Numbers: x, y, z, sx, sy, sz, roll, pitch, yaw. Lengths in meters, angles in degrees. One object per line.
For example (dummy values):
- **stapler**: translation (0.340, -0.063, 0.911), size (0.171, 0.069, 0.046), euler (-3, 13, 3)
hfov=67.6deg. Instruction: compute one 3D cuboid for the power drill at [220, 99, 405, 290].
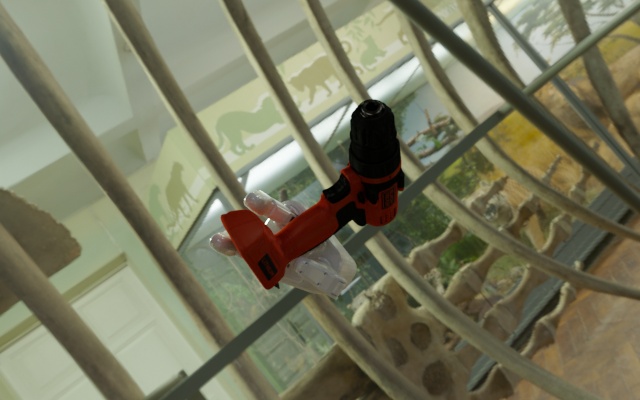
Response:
- **power drill**: translation (0.000, 0.002, 0.478), size (0.187, 0.057, 0.185), euler (-29, -34, -9)
